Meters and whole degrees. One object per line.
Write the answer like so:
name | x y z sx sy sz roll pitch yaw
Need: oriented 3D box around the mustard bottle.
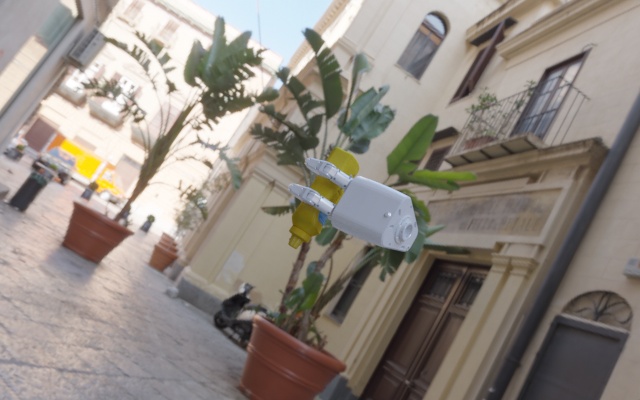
mustard bottle | 0.000 0.002 0.864 0.058 0.191 0.096 29 -10 14
